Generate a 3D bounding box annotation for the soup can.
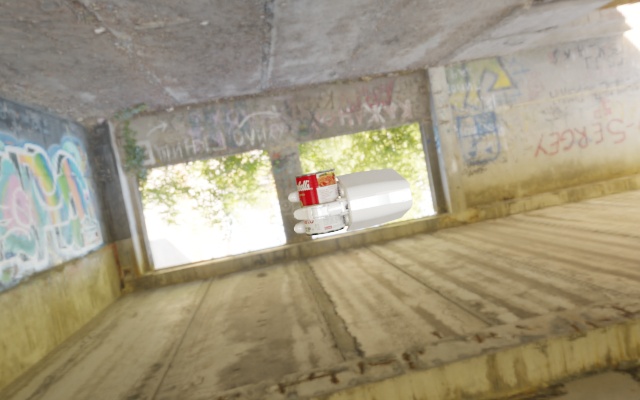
[{"bbox_3d":[0.000,0.003,0.796,0.068,0.102,0.068,-10,3,1],"label":"soup can"}]
